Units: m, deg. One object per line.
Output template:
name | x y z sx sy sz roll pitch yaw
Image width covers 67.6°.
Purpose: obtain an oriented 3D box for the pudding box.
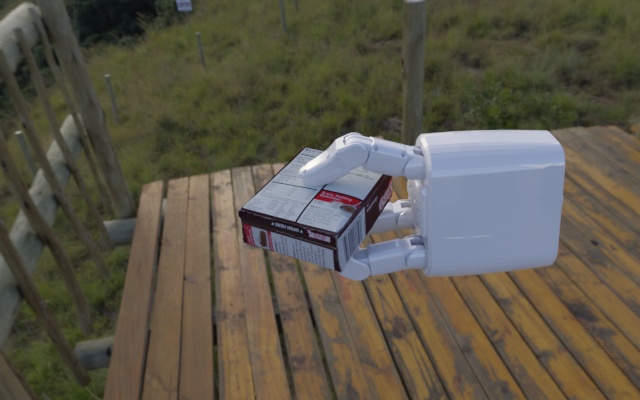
pudding box | 0.000 0.001 0.400 0.090 0.039 0.113 13 37 25
